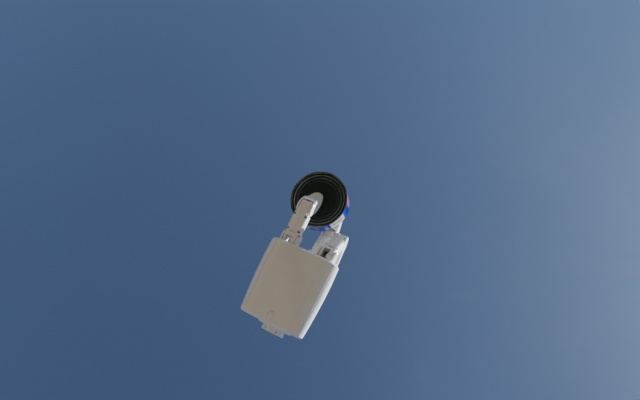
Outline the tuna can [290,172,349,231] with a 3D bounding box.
[{"bbox_3d":[0.000,0.002,0.717,0.086,0.086,0.034,0,-18,11],"label":"tuna can"}]
